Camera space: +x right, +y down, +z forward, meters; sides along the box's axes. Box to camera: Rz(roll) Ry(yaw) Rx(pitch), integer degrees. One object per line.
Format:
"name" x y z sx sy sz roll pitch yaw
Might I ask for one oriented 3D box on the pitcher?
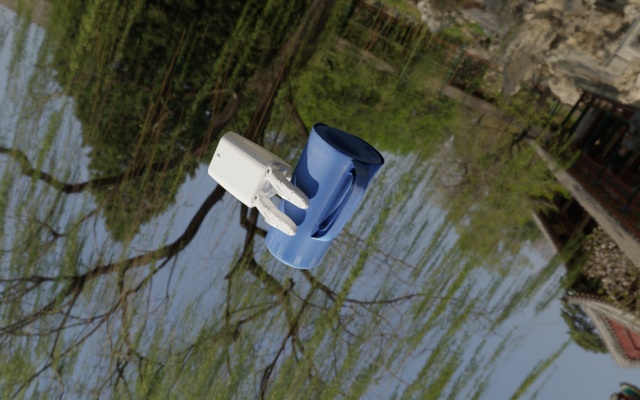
"pitcher" 0.000 0.003 0.825 0.145 0.243 0.149 34 23 15
